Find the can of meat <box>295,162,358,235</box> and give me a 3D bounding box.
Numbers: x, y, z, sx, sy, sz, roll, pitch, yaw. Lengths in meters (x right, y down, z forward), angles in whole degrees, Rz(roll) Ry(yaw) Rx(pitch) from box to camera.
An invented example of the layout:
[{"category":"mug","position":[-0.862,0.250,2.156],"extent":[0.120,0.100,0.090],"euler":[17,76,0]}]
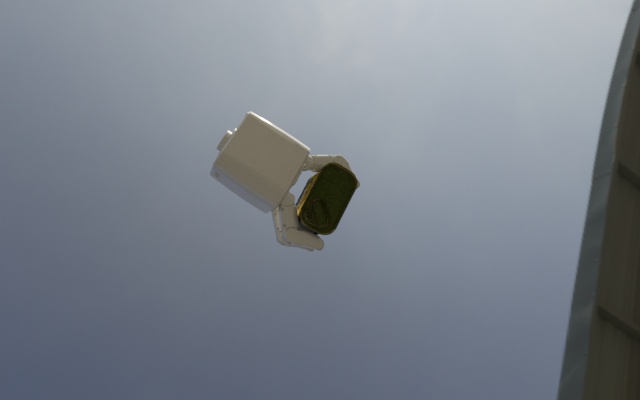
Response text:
[{"category":"can of meat","position":[0.000,0.002,0.702],"extent":[0.057,0.102,0.084],"euler":[31,-16,-11]}]
